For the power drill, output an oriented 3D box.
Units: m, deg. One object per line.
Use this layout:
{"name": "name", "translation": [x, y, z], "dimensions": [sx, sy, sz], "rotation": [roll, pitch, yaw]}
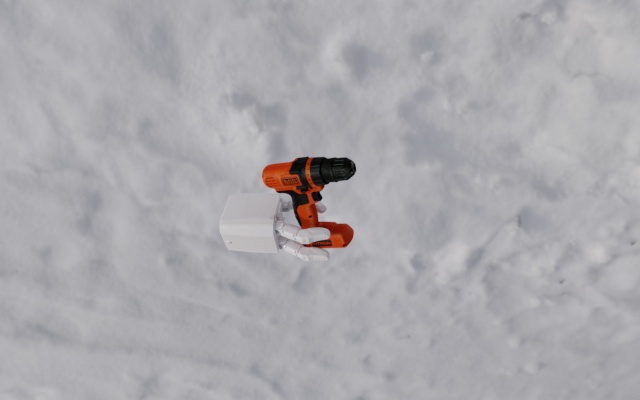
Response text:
{"name": "power drill", "translation": [0.000, 0.003, 0.888], "dimensions": [0.184, 0.188, 0.057], "rotation": [-2, 35, 30]}
